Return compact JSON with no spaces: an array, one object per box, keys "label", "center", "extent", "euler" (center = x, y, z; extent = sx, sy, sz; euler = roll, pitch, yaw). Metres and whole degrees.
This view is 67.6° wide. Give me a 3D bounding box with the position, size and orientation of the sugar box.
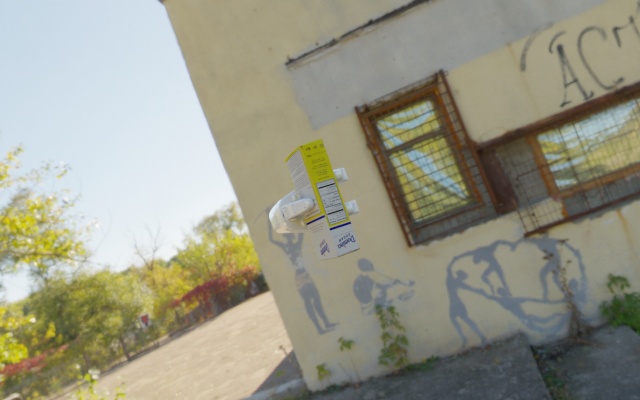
[{"label":"sugar box","center":[0.001,0.002,0.742],"extent":[0.048,0.176,0.093],"euler":[-20,-3,-21]}]
